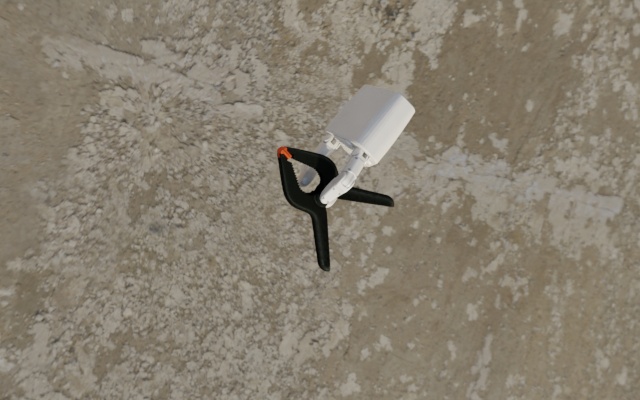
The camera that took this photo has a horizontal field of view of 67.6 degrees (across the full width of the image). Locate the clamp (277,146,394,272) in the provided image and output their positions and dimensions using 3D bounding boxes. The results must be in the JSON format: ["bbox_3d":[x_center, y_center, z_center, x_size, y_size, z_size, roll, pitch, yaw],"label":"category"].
[{"bbox_3d":[0.000,0.002,0.755,0.210,0.164,0.036,41,-5,-21],"label":"clamp"}]
